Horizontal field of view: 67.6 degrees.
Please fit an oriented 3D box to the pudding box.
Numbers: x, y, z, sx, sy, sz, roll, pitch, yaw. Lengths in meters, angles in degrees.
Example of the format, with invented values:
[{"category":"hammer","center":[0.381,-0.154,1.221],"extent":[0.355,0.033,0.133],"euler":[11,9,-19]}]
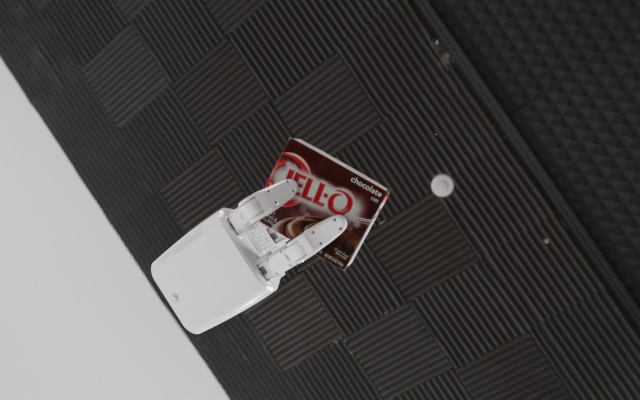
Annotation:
[{"category":"pudding box","center":[0.000,0.002,0.477],"extent":[0.113,0.090,0.039],"euler":[29,13,8]}]
